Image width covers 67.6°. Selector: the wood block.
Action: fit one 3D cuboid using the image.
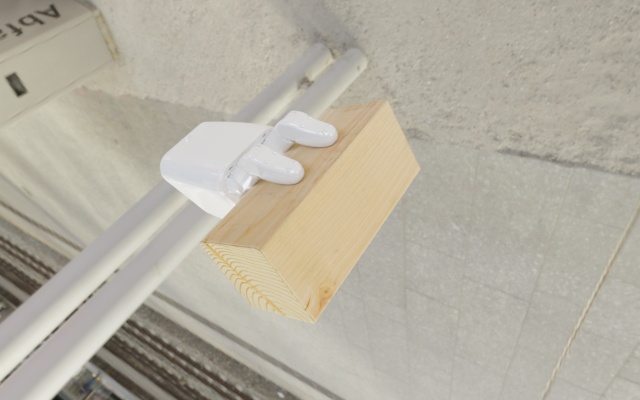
[{"bbox_3d":[0.000,0.002,0.458,0.090,0.091,0.206,1,42,45],"label":"wood block"}]
